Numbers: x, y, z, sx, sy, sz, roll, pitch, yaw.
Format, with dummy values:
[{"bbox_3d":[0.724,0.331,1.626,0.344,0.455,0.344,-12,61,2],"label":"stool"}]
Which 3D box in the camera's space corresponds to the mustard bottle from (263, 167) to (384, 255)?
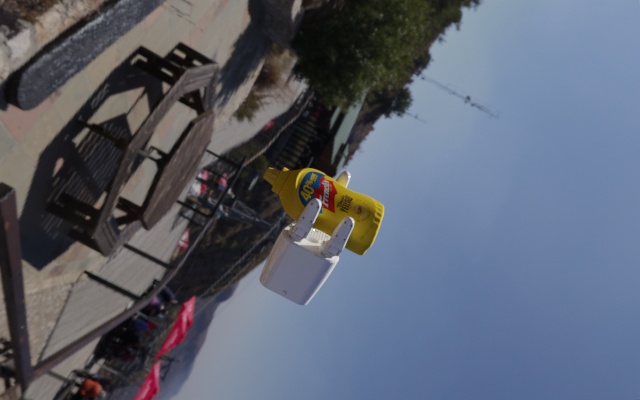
[{"bbox_3d":[0.000,0.002,0.736,0.191,0.096,0.058,28,-40,-4],"label":"mustard bottle"}]
